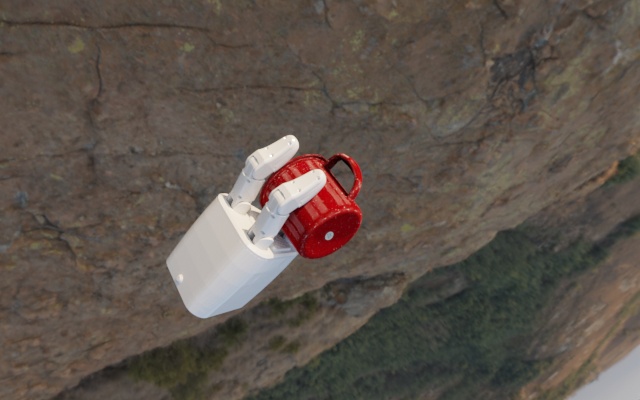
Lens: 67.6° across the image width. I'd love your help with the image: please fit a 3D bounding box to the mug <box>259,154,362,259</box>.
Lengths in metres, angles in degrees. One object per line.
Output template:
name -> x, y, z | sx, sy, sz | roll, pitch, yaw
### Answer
mug -> 0.001, 0.001, 0.524 | 0.093, 0.117, 0.081 | 22, 26, -55
